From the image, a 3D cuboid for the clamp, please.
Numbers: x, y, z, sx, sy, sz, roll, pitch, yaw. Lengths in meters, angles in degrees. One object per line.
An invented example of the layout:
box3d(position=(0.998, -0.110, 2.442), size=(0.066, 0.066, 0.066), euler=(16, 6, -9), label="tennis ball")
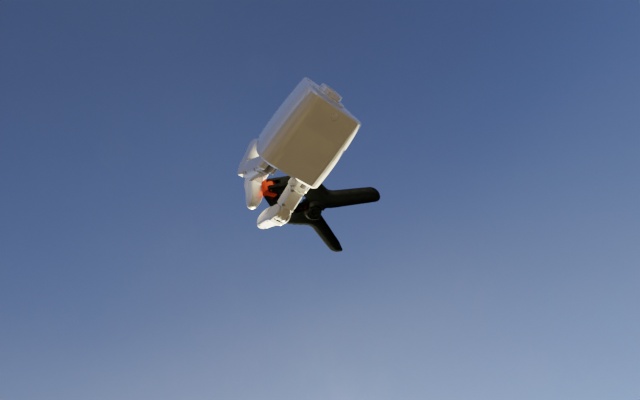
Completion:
box3d(position=(0.000, 0.002, 0.686), size=(0.171, 0.120, 0.039), euler=(29, 18, -32), label="clamp")
